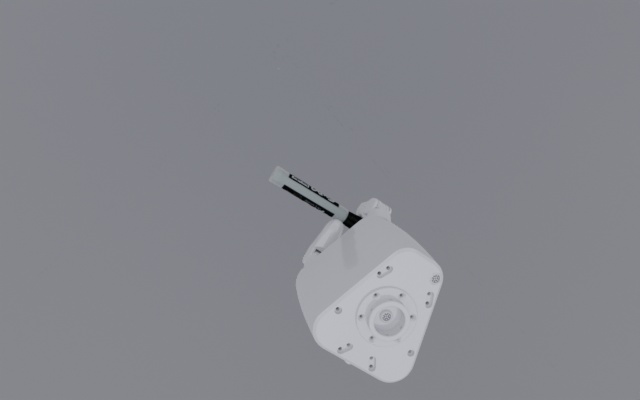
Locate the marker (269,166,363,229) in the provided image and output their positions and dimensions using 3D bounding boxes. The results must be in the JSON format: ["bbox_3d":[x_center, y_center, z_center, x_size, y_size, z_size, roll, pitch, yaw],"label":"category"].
[{"bbox_3d":[0.000,0.002,0.520,0.121,0.020,0.020,32,-8,-12],"label":"marker"}]
